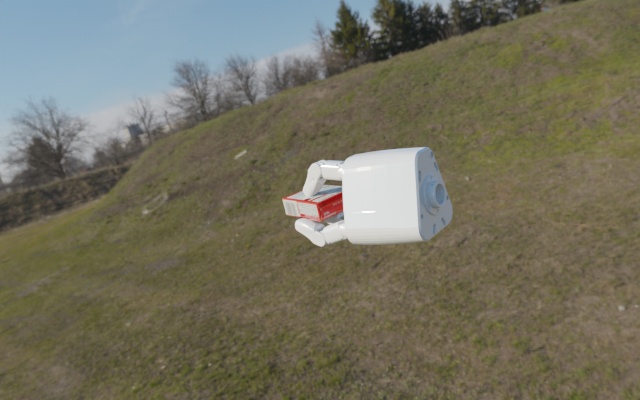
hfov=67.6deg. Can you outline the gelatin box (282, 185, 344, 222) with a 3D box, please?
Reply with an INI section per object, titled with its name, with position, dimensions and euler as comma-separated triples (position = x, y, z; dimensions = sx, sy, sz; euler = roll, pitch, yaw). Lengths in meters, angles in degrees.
[gelatin box]
position = 0.000, 0.002, 0.693
dimensions = 0.073, 0.030, 0.089
euler = -22, 18, -35
